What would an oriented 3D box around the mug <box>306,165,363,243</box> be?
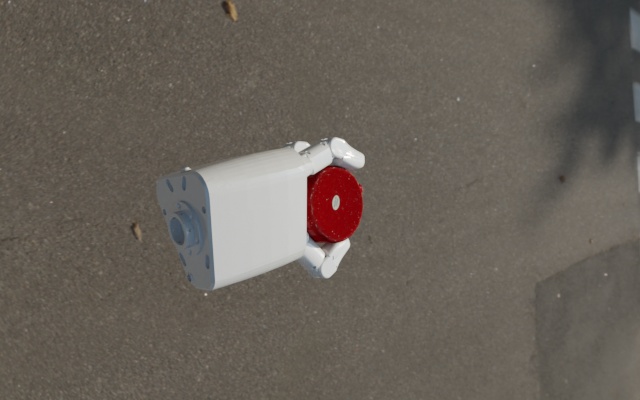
[{"bbox_3d":[0.001,0.001,0.530,0.117,0.093,0.081,-19,12,-42],"label":"mug"}]
